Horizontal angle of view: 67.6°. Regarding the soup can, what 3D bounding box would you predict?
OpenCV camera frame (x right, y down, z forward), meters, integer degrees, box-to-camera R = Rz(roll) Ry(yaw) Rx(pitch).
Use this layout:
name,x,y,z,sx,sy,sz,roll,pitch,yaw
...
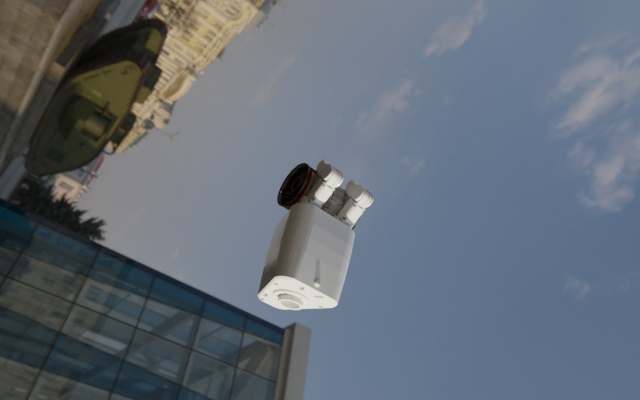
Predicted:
name,x,y,z,sx,sy,sz,roll,pitch,yaw
soup can,0.000,0.002,0.670,0.102,0.068,0.068,33,-16,-26
